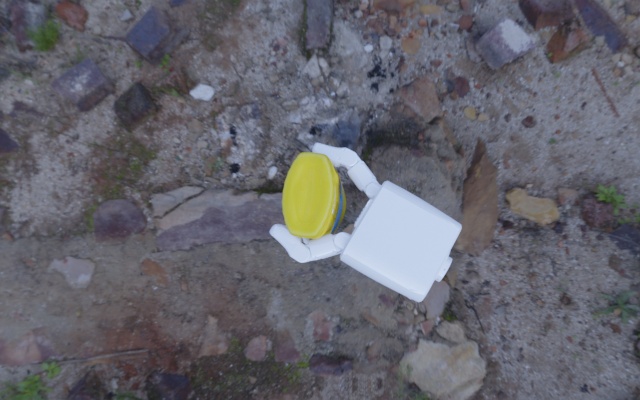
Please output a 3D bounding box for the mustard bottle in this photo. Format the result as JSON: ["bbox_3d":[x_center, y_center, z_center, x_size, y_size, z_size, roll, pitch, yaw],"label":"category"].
[{"bbox_3d":[0.000,0.002,0.614,0.058,0.096,0.191,4,-5,9],"label":"mustard bottle"}]
